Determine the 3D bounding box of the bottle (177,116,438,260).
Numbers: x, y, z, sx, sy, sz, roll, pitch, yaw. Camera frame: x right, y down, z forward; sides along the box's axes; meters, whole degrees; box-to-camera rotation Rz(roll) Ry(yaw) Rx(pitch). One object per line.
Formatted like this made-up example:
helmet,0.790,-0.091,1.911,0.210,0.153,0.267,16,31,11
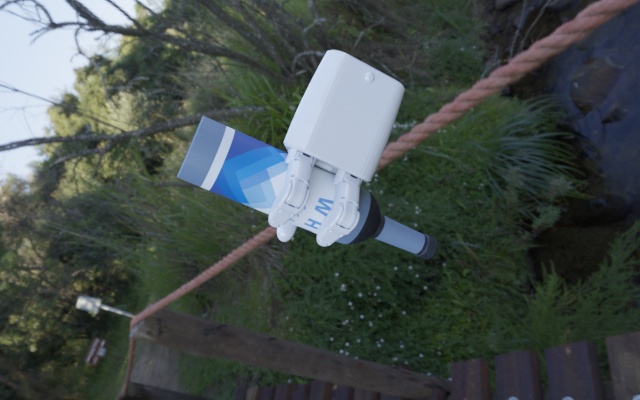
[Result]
bottle,0.000,0.002,0.516,0.296,0.069,0.069,23,-7,-17
